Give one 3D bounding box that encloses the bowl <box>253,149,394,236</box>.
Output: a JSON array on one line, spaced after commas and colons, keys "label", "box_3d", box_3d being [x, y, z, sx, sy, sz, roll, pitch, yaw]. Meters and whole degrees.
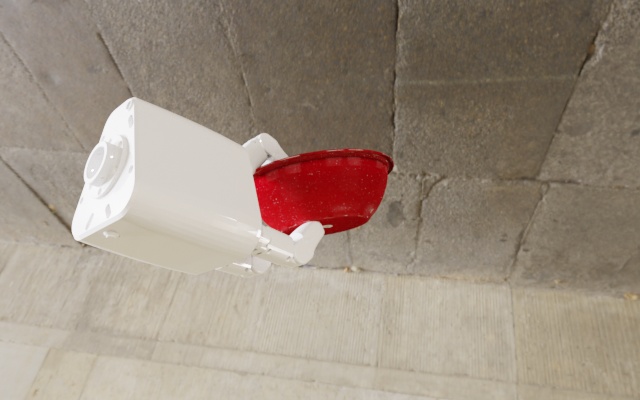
[{"label": "bowl", "box_3d": [0.001, 0.002, 0.490, 0.162, 0.055, 0.162, -9, -14, -2]}]
